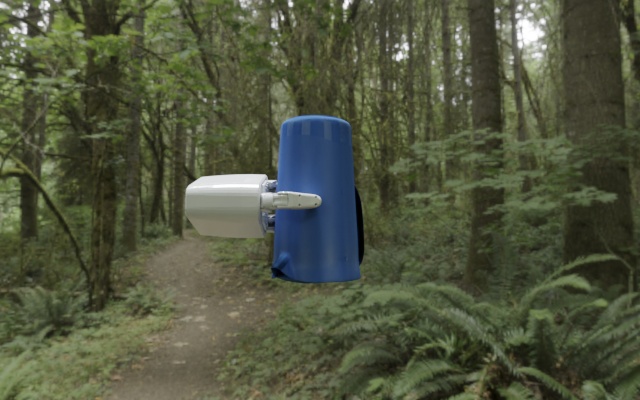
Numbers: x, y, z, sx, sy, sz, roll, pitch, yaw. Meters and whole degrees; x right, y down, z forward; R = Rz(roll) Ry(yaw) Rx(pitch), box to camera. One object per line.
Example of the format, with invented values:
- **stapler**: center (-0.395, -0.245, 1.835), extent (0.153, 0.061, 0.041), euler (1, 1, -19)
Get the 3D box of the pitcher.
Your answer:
- **pitcher**: center (0.000, 0.002, 0.727), extent (0.145, 0.243, 0.149), euler (0, -4, 0)
